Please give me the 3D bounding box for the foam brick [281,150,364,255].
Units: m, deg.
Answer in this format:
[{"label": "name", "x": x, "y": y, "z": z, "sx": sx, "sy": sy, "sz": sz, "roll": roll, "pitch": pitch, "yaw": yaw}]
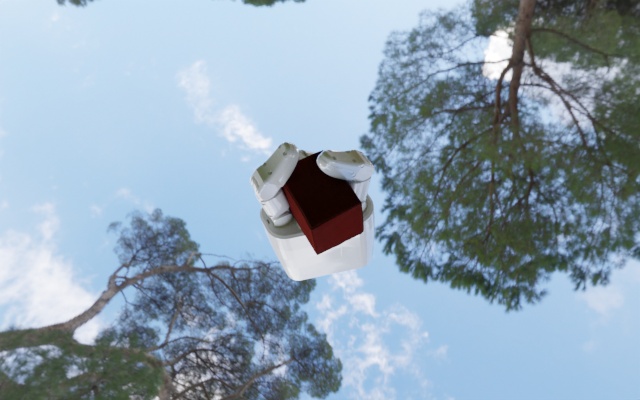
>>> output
[{"label": "foam brick", "x": 0.000, "y": 0.002, "z": 0.454, "sx": 0.053, "sy": 0.078, "sz": 0.051, "roll": -25, "pitch": -36, "yaw": -11}]
